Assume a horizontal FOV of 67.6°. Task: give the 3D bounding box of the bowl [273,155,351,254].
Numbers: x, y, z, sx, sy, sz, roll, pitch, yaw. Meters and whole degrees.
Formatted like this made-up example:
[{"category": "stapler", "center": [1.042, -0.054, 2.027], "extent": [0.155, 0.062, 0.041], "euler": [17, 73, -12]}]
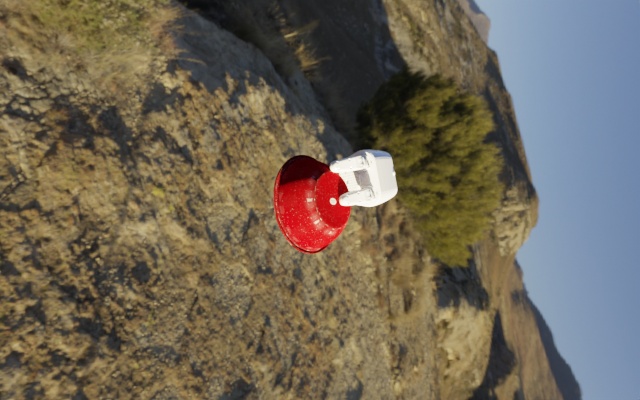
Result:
[{"category": "bowl", "center": [0.000, 0.003, 0.756], "extent": [0.055, 0.162, 0.162], "euler": [-9, -6, 39]}]
